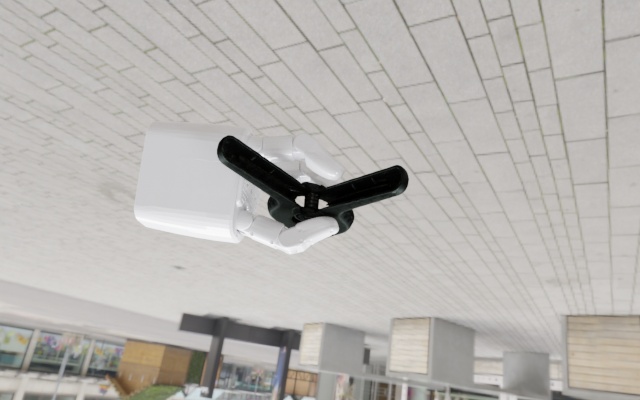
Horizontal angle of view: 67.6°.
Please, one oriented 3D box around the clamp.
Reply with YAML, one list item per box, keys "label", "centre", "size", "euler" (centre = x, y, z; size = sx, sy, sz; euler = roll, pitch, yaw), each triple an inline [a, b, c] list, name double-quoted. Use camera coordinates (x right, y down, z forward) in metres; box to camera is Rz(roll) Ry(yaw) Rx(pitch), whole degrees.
- label: "clamp"
  centre: [0.000, 0.003, 0.484]
  size: [0.164, 0.036, 0.210]
  euler: [9, -21, 9]
